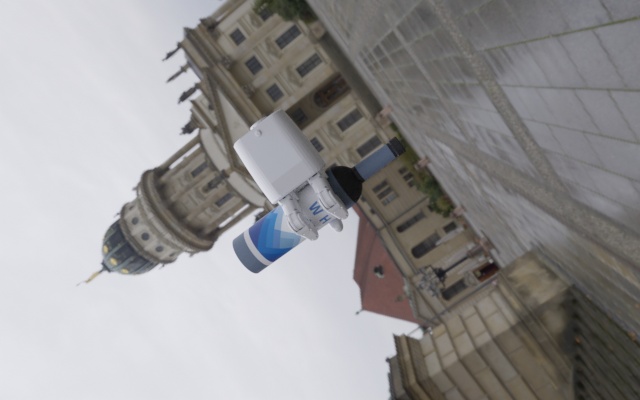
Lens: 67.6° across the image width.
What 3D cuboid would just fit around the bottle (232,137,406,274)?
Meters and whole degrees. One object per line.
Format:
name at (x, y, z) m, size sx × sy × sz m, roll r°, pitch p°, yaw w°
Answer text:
bottle at (0.000, 0.003, 0.722) m, size 0.296 × 0.069 × 0.069 m, roll -36°, pitch -8°, yaw 11°
